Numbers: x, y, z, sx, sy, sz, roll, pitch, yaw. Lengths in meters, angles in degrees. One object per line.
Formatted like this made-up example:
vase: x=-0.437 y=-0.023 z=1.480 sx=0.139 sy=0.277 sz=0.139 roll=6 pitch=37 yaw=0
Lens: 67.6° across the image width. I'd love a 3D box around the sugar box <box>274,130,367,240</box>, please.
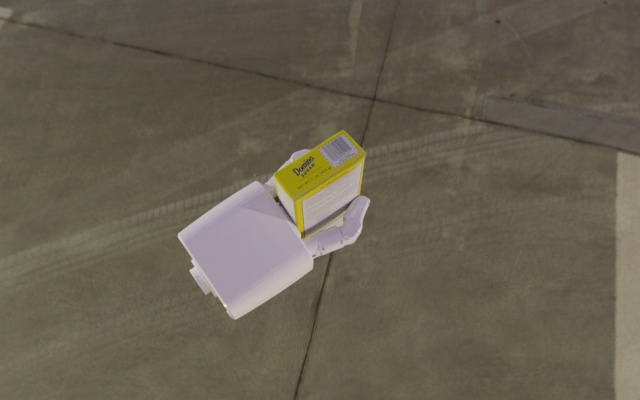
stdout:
sugar box: x=0.000 y=0.001 z=0.558 sx=0.093 sy=0.048 sz=0.176 roll=-33 pitch=-20 yaw=-16
